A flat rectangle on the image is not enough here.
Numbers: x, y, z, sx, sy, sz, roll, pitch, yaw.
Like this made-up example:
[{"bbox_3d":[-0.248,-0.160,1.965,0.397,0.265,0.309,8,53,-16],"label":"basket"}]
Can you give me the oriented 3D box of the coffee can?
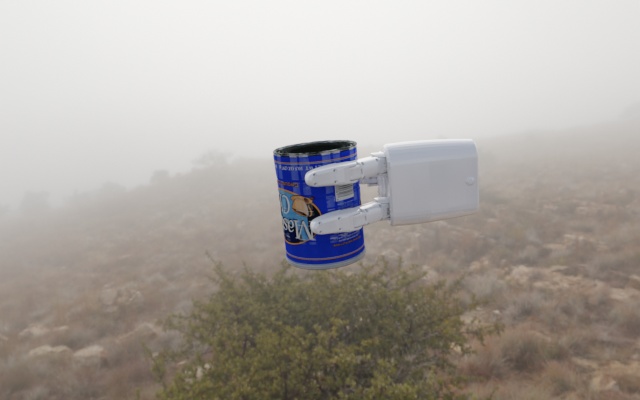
[{"bbox_3d":[0.000,0.002,0.594,0.103,0.140,0.102,-6,14,1],"label":"coffee can"}]
